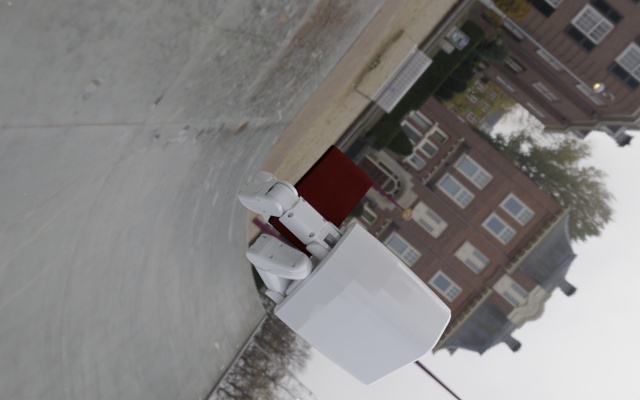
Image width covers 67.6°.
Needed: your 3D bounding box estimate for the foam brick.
[{"bbox_3d":[0.000,0.001,0.424,0.051,0.078,0.053,40,-29,1],"label":"foam brick"}]
